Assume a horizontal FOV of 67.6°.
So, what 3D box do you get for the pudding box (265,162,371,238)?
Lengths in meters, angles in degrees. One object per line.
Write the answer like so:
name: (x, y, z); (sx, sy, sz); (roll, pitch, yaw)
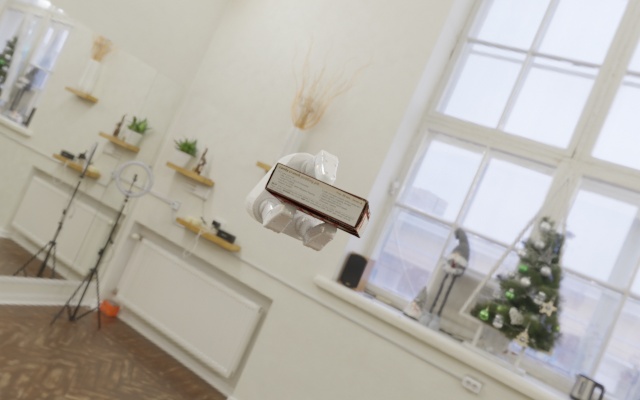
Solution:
pudding box: (0.000, 0.002, 0.550); (0.113, 0.039, 0.090); (22, -6, 11)
